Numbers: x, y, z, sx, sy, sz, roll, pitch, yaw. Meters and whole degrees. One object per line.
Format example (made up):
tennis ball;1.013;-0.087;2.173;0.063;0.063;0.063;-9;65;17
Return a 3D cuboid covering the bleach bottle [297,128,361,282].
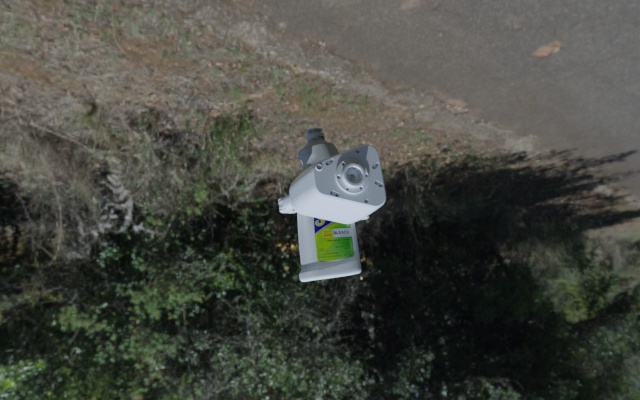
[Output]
bleach bottle;0.000;0.003;0.794;0.102;0.250;0.068;-4;-12;-22
